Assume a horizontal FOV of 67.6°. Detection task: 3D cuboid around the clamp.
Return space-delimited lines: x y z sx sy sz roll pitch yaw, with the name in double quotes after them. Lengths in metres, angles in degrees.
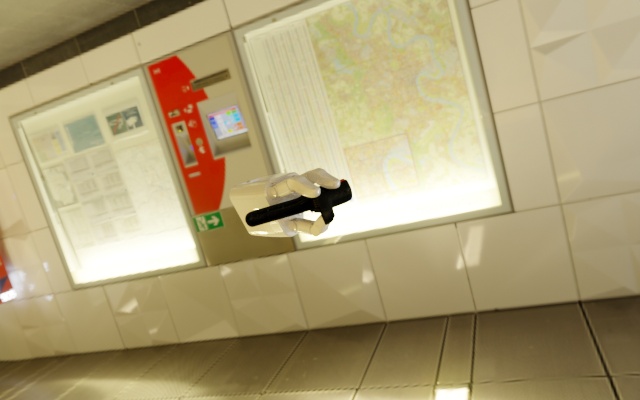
0.000 0.003 0.803 0.164 0.036 0.210 0 17 40 "clamp"
